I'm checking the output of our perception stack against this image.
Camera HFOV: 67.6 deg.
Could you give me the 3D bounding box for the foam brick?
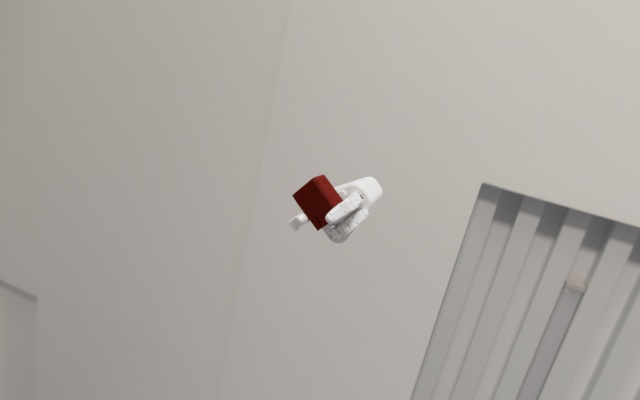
[{"bbox_3d":[0.000,0.002,0.817,0.053,0.078,0.051,-36,-2,25],"label":"foam brick"}]
